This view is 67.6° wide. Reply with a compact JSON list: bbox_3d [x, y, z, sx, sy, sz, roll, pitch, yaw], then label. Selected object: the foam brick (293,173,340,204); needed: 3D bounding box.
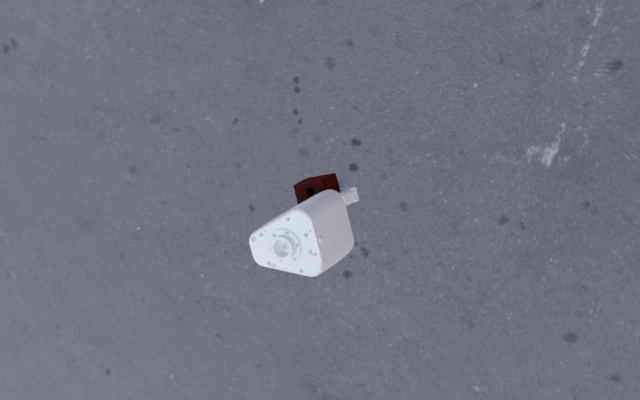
[{"bbox_3d":[0.000,0.002,0.737,0.053,0.078,0.051,-10,9,28],"label":"foam brick"}]
